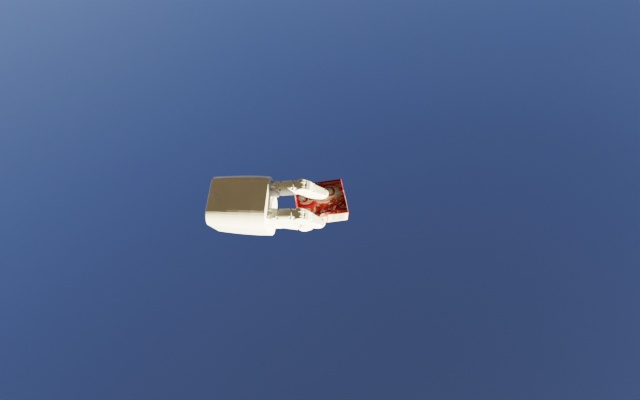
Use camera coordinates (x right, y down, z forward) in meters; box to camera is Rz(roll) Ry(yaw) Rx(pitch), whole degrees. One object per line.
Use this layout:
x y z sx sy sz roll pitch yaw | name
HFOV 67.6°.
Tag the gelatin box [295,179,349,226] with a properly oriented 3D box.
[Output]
0.000 0.003 0.858 0.089 0.073 0.030 -7 -31 -6 | gelatin box
